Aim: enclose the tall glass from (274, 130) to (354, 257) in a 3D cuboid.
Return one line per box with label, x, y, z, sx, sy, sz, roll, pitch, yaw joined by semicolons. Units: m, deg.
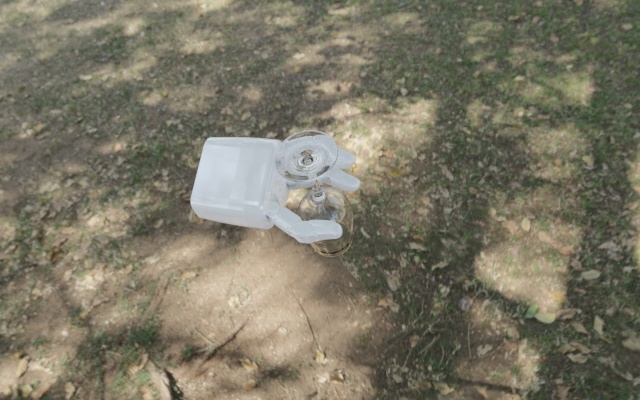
tall glass;0.000;0.002;0.624;0.079;0.079;0.201;0;-33;12
